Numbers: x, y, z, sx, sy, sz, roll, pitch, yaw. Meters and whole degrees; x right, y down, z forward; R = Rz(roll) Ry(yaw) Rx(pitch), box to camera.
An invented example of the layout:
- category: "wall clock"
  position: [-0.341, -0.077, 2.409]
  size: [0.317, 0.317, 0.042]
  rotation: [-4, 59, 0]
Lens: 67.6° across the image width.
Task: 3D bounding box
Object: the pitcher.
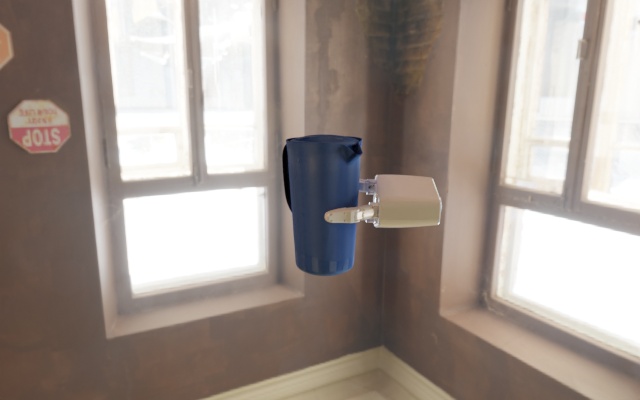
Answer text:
- category: "pitcher"
  position: [0.000, 0.003, 0.861]
  size: [0.145, 0.243, 0.149]
  rotation: [0, 13, 0]
